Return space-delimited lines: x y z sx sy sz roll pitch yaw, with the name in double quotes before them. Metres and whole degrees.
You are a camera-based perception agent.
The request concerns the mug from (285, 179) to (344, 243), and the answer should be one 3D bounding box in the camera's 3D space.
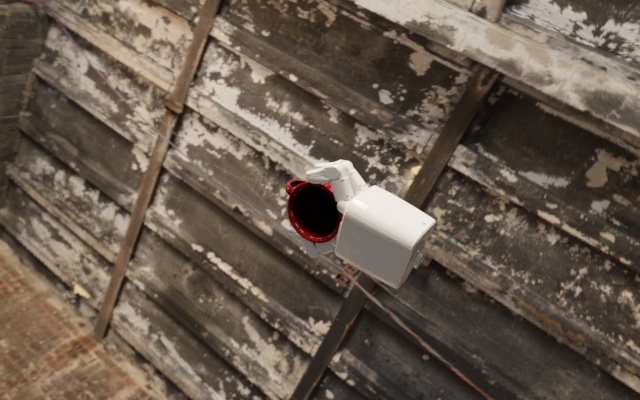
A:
"mug" -0.001 0.002 0.732 0.117 0.093 0.081 30 28 20
